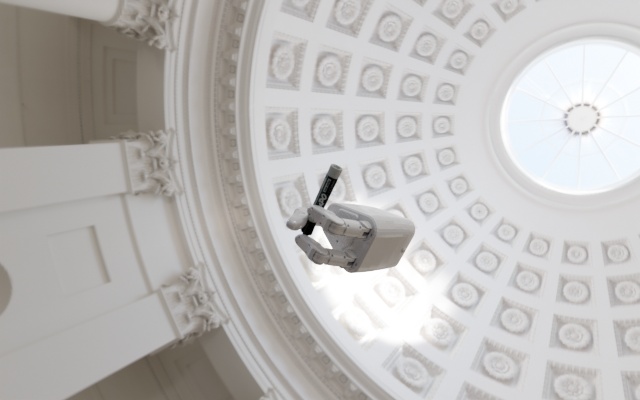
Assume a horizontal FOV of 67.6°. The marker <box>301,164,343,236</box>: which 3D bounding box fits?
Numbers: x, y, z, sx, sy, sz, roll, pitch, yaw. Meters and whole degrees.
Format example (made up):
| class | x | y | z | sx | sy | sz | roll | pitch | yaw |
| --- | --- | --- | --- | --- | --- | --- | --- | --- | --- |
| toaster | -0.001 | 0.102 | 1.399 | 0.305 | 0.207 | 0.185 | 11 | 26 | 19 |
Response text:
| class | x | y | z | sx | sy | sz | roll | pitch | yaw |
| --- | --- | --- | --- | --- | --- | --- | --- | --- | --- |
| marker | 0.000 | 0.002 | 0.708 | 0.020 | 0.121 | 0.020 | 21 | 22 | -9 |
